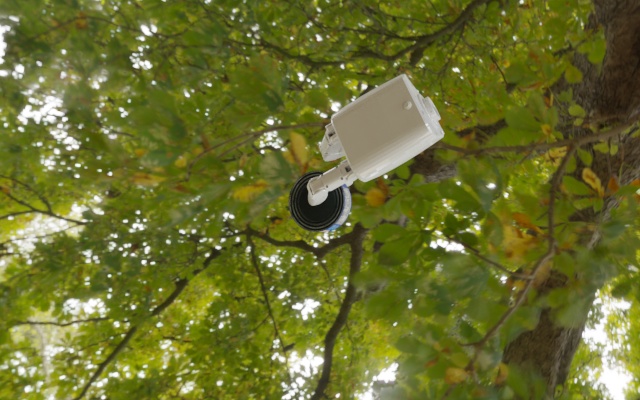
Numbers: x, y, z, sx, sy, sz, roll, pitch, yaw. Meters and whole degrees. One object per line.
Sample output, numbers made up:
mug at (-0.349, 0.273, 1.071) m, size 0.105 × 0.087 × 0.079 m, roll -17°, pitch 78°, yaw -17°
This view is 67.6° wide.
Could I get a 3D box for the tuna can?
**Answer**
tuna can at (0.000, 0.002, 0.676) m, size 0.086 × 0.086 × 0.034 m, roll 0°, pitch -5°, yaw 25°
